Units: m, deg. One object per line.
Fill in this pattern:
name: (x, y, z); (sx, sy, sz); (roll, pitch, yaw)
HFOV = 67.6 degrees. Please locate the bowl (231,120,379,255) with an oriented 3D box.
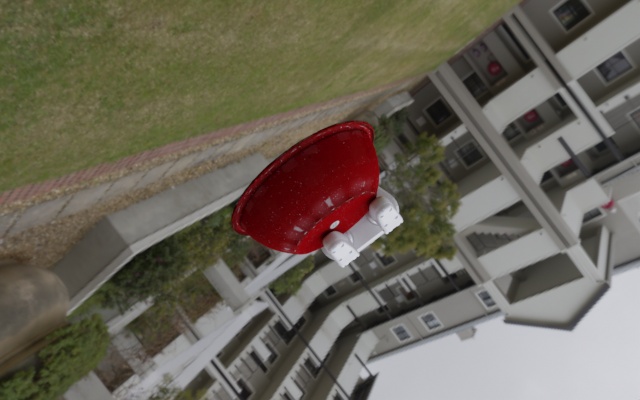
bowl: (0.000, 0.002, 0.444); (0.162, 0.055, 0.162); (-32, -19, -12)
